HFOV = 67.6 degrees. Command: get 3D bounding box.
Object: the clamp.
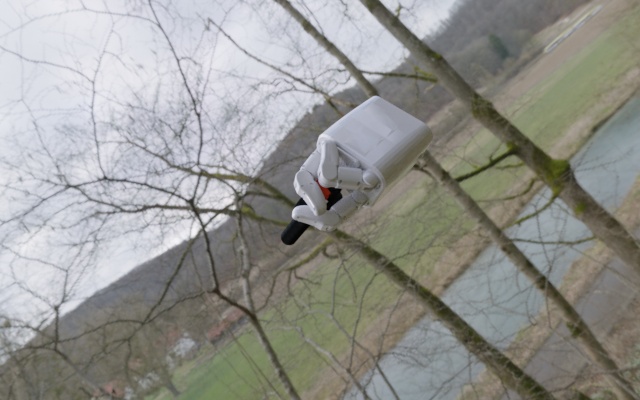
[{"bbox_3d":[0.000,0.002,0.690,0.120,0.039,0.171,-46,-4,-24],"label":"clamp"}]
